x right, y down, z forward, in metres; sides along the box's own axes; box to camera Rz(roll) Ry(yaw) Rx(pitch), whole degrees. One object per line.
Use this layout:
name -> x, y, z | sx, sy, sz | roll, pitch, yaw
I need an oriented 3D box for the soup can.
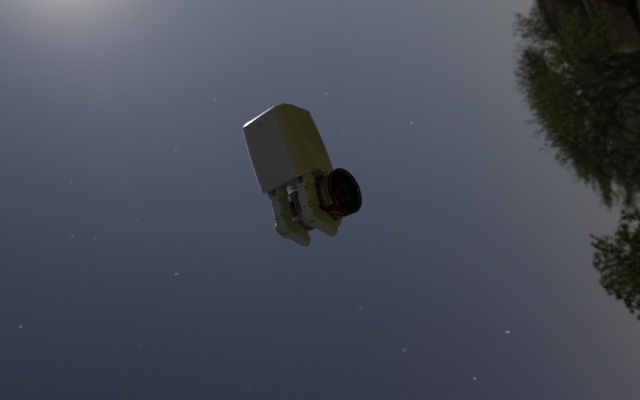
soup can -> 0.000, 0.003, 0.701 | 0.102, 0.068, 0.068 | -24, -15, 37
